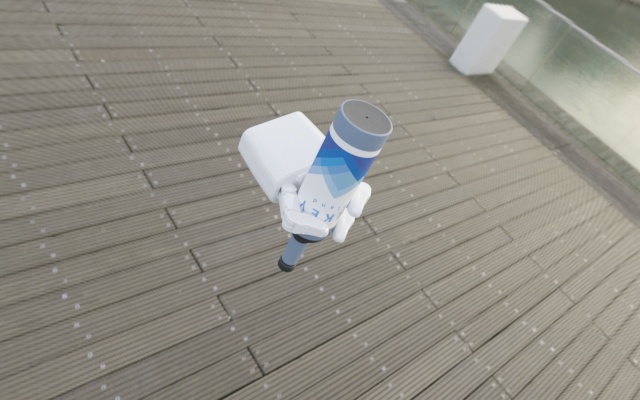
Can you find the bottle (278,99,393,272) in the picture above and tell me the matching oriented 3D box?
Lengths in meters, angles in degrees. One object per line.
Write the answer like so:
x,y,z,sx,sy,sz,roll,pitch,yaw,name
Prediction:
0.000,0.002,0.646,0.069,0.069,0.296,0,-42,-30,bottle
